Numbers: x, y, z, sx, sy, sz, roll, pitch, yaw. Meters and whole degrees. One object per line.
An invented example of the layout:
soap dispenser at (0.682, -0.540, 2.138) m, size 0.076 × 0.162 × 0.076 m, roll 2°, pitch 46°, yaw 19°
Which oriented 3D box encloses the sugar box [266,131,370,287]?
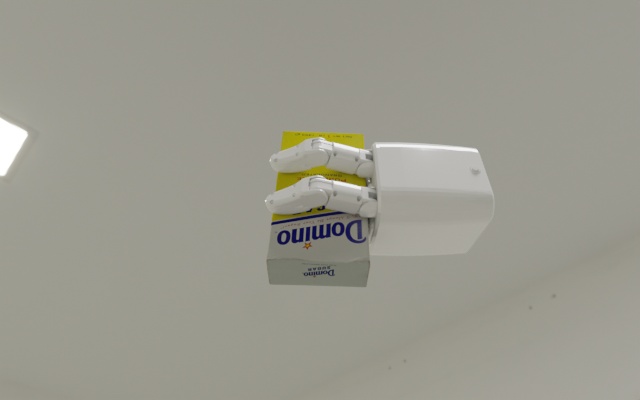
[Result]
sugar box at (0.000, 0.001, 0.482) m, size 0.093 × 0.176 × 0.048 m, roll 1°, pitch -45°, yaw 0°
